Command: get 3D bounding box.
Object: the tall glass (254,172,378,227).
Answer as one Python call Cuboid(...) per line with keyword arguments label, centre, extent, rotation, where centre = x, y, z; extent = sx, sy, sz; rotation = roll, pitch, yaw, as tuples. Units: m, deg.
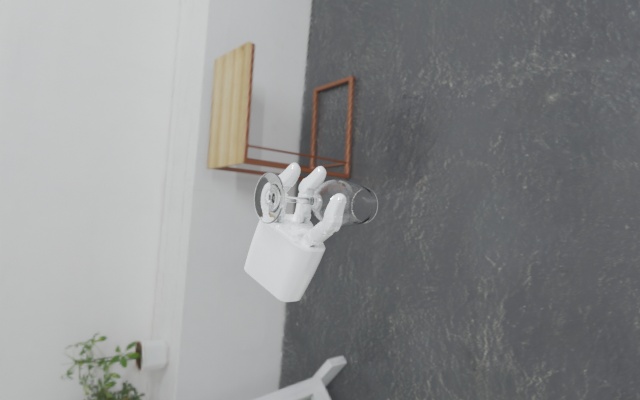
Cuboid(label="tall glass", centre=(0.000, 0.002, 0.747), extent=(0.201, 0.079, 0.079), rotation=(4, -3, -41))
